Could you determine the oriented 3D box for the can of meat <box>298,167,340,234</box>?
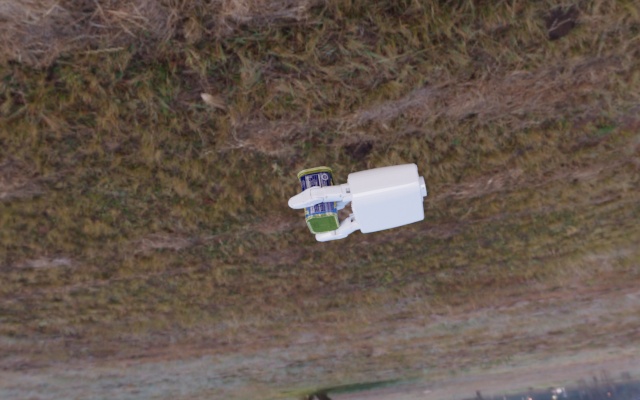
[{"bbox_3d":[0.000,0.003,0.804,0.057,0.084,0.102,-10,-20,4],"label":"can of meat"}]
